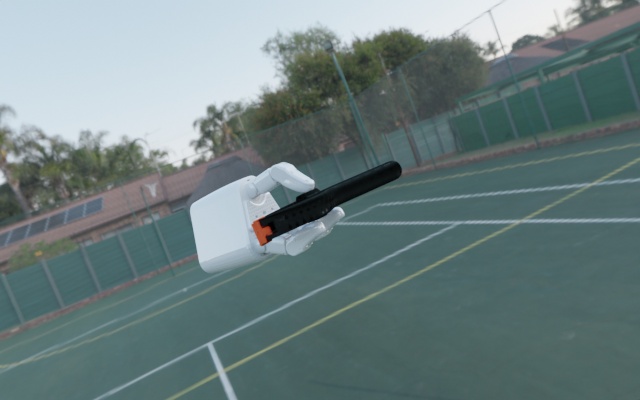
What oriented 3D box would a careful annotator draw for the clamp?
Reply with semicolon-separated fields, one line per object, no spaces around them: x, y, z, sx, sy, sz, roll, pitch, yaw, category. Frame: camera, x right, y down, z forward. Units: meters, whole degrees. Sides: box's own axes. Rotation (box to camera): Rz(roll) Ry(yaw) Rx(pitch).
-0.001;0.001;0.585;0.164;0.036;0.210;-22;3;33;clamp
